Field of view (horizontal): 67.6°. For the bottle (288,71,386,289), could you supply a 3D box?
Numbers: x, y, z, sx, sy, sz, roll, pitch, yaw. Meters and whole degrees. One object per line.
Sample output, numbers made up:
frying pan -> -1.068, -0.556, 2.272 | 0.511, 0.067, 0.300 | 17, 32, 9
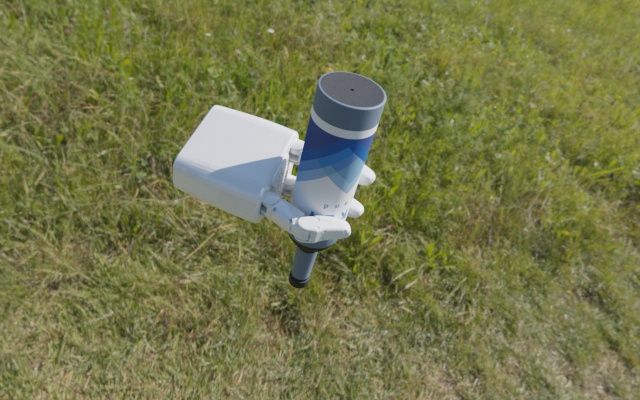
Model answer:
bottle -> 0.000, 0.002, 0.544 | 0.069, 0.296, 0.069 | 9, 42, -8
